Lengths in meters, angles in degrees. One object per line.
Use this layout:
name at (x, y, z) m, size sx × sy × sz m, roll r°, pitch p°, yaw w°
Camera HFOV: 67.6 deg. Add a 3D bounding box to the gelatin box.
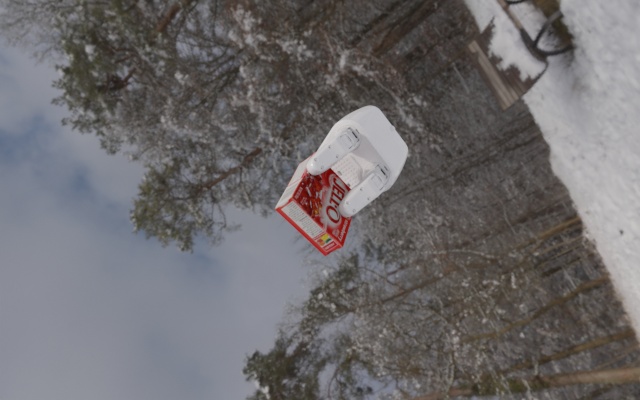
gelatin box at (0.000, 0.002, 0.498) m, size 0.030 × 0.073 × 0.089 m, roll -33°, pitch 20°, yaw 34°
